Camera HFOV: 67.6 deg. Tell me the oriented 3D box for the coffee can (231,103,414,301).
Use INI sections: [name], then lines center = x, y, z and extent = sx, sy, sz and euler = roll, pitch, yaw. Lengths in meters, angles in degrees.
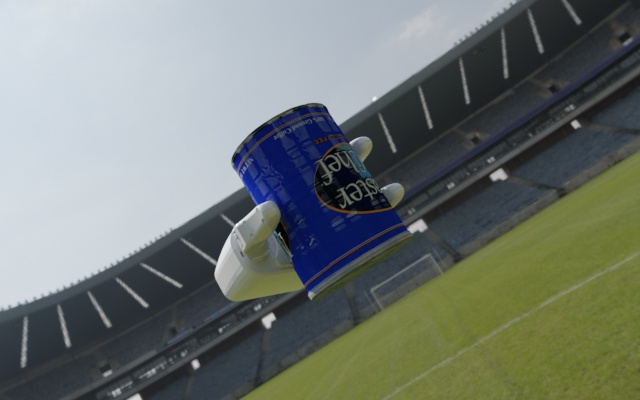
[coffee can]
center = 0.000, 0.001, 0.421
extent = 0.103, 0.140, 0.103
euler = -30, -13, -8
